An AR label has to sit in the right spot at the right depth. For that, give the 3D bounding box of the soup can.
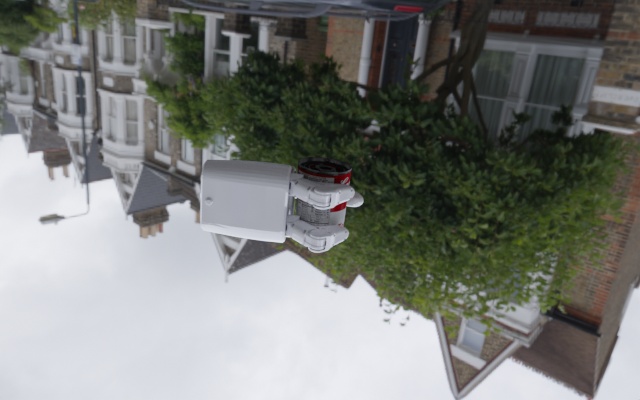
[{"bbox_3d":[0.001,0.002,0.614,0.068,0.102,0.068,6,20,-2],"label":"soup can"}]
